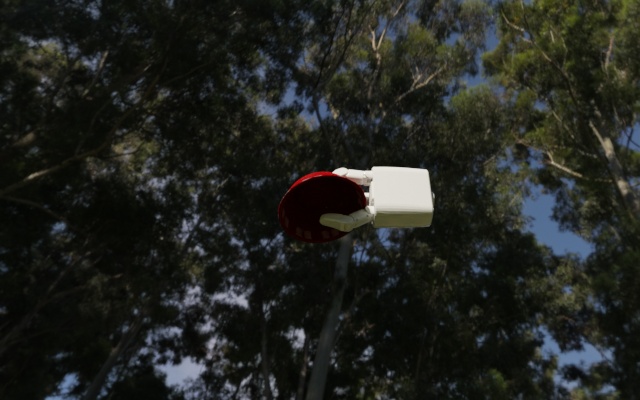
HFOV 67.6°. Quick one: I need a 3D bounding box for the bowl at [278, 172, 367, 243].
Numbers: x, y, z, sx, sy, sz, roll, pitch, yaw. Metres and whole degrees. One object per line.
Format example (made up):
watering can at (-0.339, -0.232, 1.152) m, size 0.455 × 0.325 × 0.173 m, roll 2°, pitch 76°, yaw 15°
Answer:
bowl at (-0.001, 0.002, 0.872) m, size 0.162 × 0.162 × 0.055 m, roll 0°, pitch 40°, yaw -13°
